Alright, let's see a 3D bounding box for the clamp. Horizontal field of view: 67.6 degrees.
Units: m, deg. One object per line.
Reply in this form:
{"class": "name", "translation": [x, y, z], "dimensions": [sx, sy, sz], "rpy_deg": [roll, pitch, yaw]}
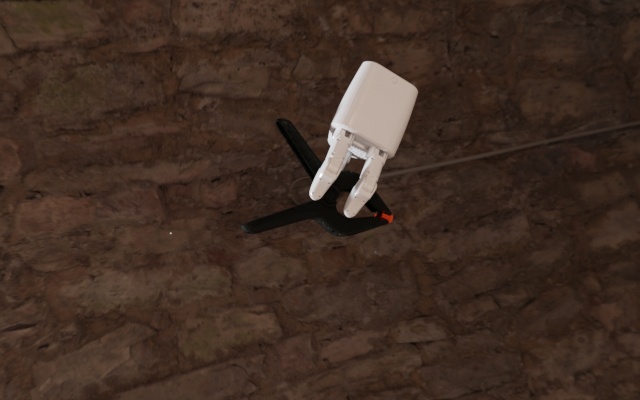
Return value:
{"class": "clamp", "translation": [0.000, 0.002, 0.668], "dimensions": [0.210, 0.164, 0.036], "rpy_deg": [27, -10, -14]}
